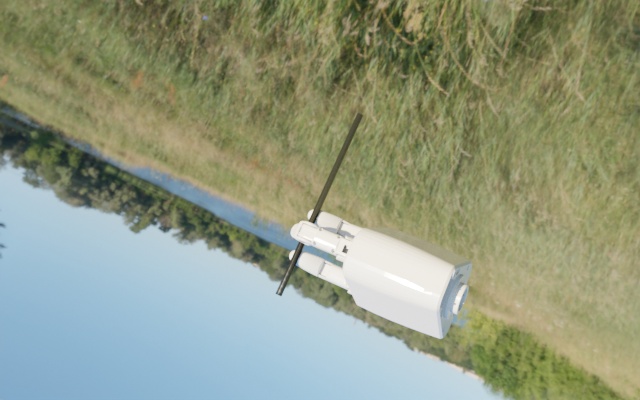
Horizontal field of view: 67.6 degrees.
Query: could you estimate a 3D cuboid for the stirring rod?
[{"bbox_3d":[0.000,0.002,0.574,0.011,0.239,0.011,24,-9,4],"label":"stirring rod"}]
